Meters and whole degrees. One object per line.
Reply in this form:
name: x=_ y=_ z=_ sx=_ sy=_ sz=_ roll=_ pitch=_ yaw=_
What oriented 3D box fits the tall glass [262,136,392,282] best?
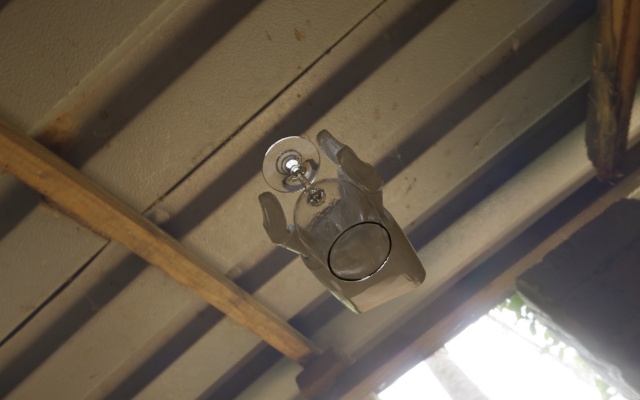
tall glass: x=0.000 y=0.001 z=0.498 sx=0.079 sy=0.079 sz=0.201 roll=0 pitch=26 yaw=-23
